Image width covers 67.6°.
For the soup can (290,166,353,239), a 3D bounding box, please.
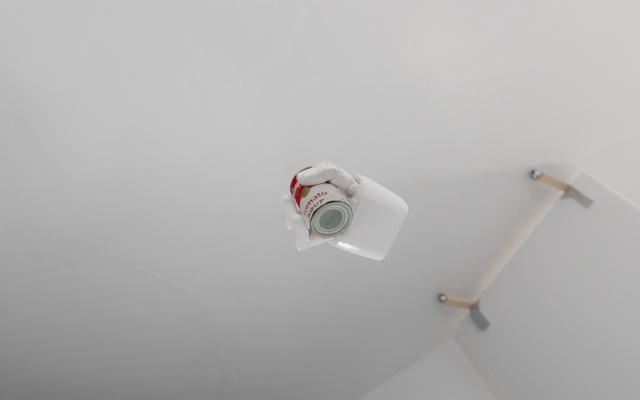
[{"bbox_3d":[0.000,0.002,0.720,0.068,0.068,0.102,0,33,-23],"label":"soup can"}]
